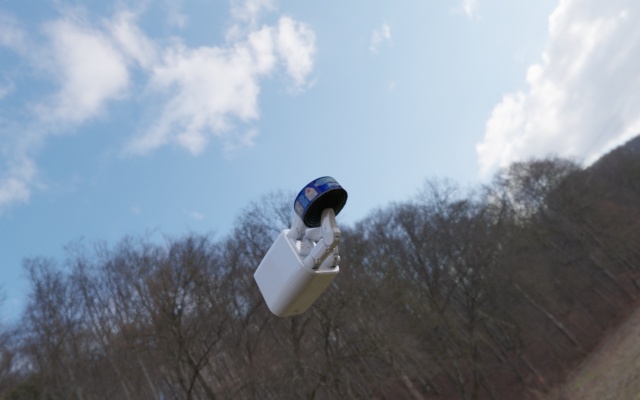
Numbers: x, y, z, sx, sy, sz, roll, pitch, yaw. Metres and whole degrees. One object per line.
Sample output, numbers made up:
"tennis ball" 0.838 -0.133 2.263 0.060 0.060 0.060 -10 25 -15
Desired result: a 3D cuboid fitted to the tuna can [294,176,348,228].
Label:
"tuna can" 0.000 0.002 0.765 0.086 0.086 0.033 0 41 -48
